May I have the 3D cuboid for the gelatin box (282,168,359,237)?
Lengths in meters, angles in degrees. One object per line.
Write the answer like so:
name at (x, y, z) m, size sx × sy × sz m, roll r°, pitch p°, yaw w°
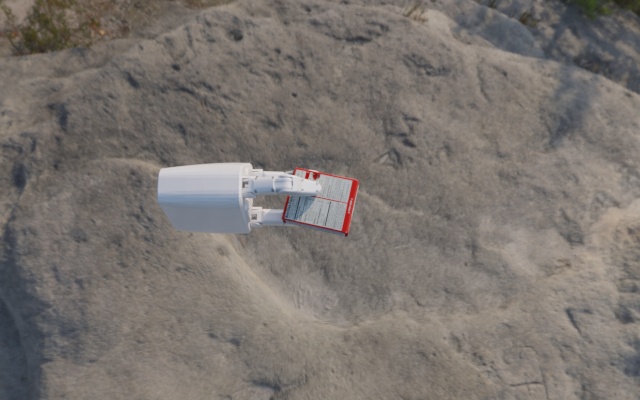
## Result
gelatin box at (0.000, 0.002, 0.630) m, size 0.089 × 0.073 × 0.030 m, roll 12°, pitch -14°, yaw 6°
